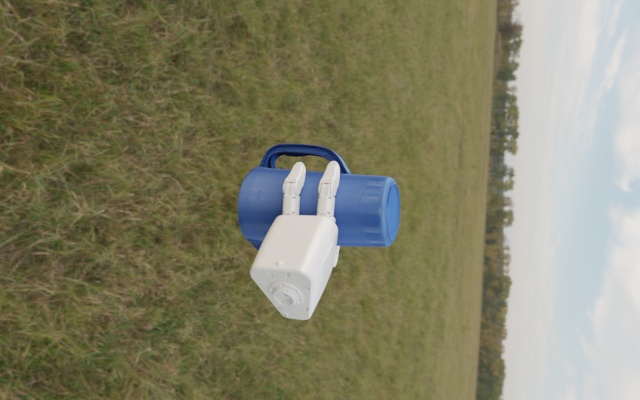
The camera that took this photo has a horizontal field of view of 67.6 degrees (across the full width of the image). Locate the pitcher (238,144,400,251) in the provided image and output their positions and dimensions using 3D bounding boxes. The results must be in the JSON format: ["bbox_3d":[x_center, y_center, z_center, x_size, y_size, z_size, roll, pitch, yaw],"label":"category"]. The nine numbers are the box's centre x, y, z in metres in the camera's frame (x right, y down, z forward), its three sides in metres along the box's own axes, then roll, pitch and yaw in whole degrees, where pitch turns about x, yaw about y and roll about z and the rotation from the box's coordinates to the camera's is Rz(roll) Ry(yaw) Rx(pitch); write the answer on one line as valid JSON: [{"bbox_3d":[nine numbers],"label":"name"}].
[{"bbox_3d":[0.000,0.003,0.773,0.243,0.149,0.145,2,39,21],"label":"pitcher"}]
